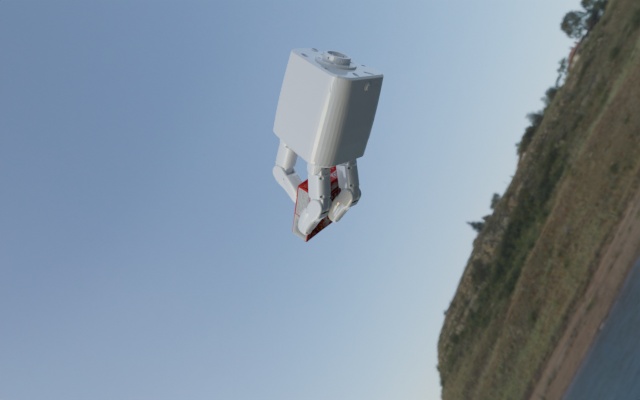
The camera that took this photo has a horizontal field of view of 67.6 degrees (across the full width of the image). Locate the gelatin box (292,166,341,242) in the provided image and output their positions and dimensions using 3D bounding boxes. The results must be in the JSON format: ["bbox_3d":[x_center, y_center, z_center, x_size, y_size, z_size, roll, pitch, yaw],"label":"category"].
[{"bbox_3d":[0.000,0.002,0.637,0.030,0.089,0.073,33,46,24],"label":"gelatin box"}]
